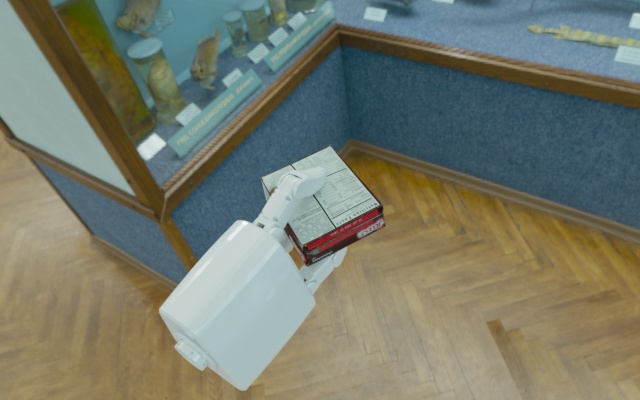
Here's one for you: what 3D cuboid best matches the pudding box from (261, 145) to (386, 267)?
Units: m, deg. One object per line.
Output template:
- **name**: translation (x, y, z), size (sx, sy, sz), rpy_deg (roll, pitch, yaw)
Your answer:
- **pudding box**: translation (0.000, 0.002, 0.489), size (0.090, 0.039, 0.113), rpy_deg (-26, 50, -11)
